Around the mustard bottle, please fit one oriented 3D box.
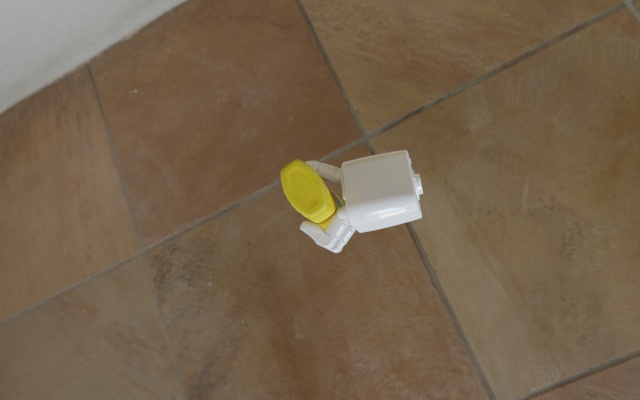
[{"bbox_3d":[0.000,0.003,0.781,0.058,0.096,0.192,-36,-20,5],"label":"mustard bottle"}]
